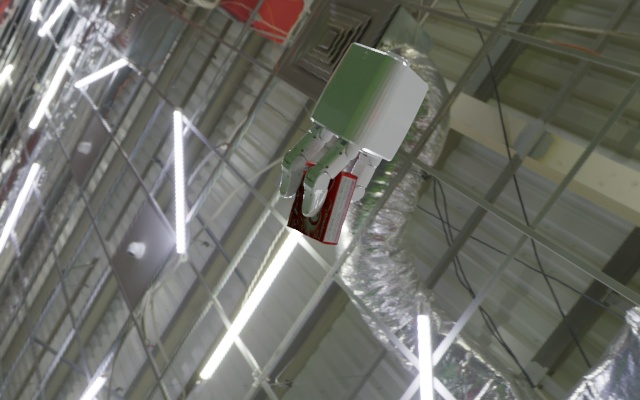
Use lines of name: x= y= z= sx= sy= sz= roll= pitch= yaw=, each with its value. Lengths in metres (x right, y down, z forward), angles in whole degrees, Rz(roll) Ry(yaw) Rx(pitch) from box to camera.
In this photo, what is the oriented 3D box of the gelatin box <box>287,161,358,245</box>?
gelatin box: x=0.000 y=0.002 z=0.588 sx=0.030 sy=0.089 sz=0.073 roll=13 pitch=5 yaw=-42
